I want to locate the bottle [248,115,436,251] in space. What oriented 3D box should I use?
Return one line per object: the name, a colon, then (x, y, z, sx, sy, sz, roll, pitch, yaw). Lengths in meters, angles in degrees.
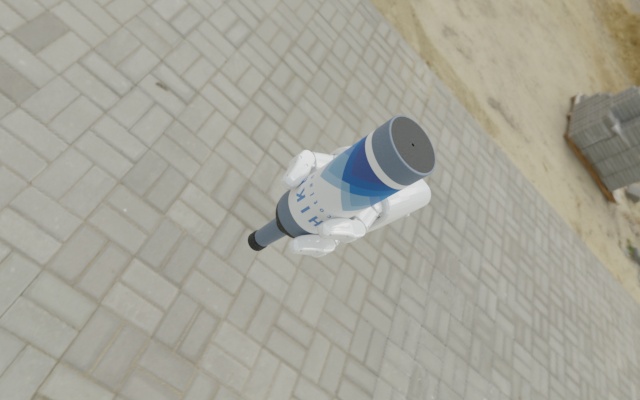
bottle: (0.000, 0.002, 0.565, 0.069, 0.069, 0.296, 0, -22, -42)
